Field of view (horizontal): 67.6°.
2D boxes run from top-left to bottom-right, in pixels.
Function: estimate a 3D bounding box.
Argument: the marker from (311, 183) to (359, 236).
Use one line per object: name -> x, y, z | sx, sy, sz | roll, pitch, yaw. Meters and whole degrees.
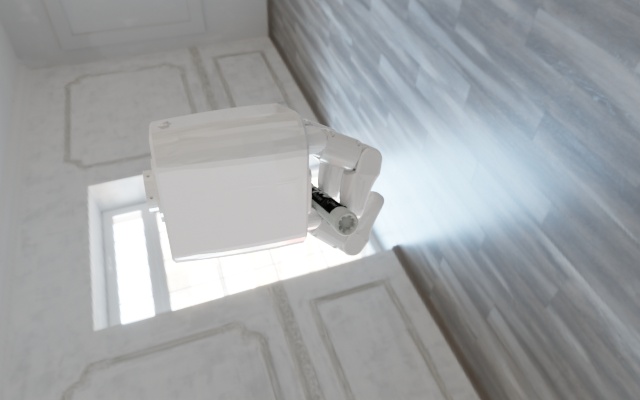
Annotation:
marker -> 0.000, 0.001, 0.404 | 0.020, 0.020, 0.121 | 0, 16, -20
